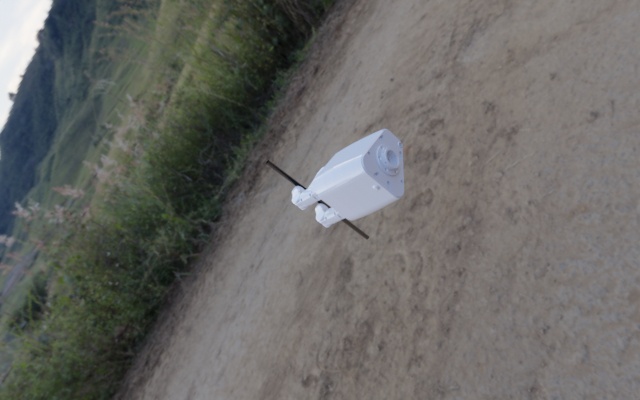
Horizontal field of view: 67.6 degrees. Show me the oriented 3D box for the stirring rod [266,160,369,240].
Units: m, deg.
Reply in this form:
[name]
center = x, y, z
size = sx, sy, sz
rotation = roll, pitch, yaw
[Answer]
[stirring rod]
center = 0.000, 0.003, 0.837
size = 0.239, 0.011, 0.011
rotation = 37, -17, -24
